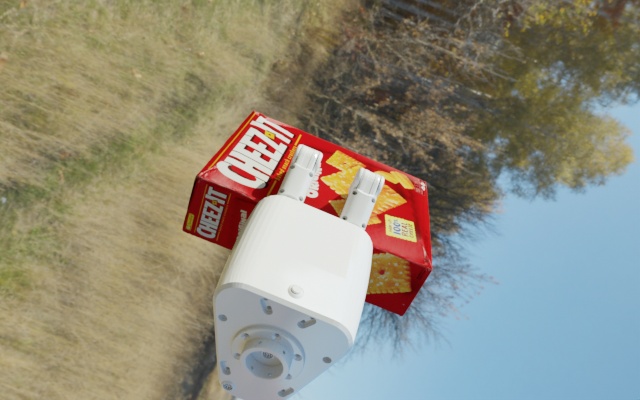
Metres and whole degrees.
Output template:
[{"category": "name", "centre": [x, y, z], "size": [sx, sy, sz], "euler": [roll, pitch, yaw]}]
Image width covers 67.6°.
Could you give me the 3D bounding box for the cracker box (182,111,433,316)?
[{"category": "cracker box", "centre": [0.000, 0.002, 0.475], "size": [0.214, 0.072, 0.164], "euler": [22, 31, -2]}]
